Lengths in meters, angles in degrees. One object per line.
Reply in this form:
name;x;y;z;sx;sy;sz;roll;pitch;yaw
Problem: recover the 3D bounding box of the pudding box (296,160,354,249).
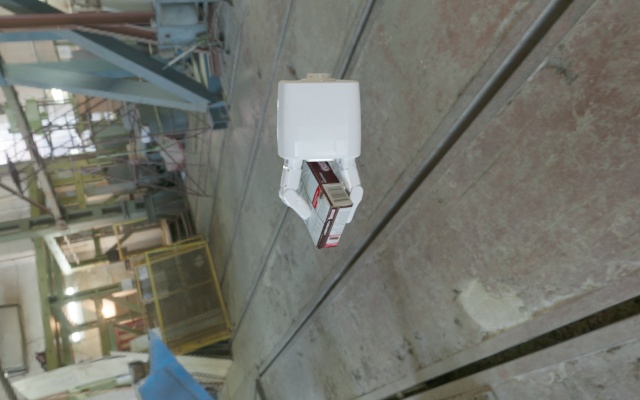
pudding box;0.000;0.002;0.721;0.039;0.090;0.113;-4;44;-25
